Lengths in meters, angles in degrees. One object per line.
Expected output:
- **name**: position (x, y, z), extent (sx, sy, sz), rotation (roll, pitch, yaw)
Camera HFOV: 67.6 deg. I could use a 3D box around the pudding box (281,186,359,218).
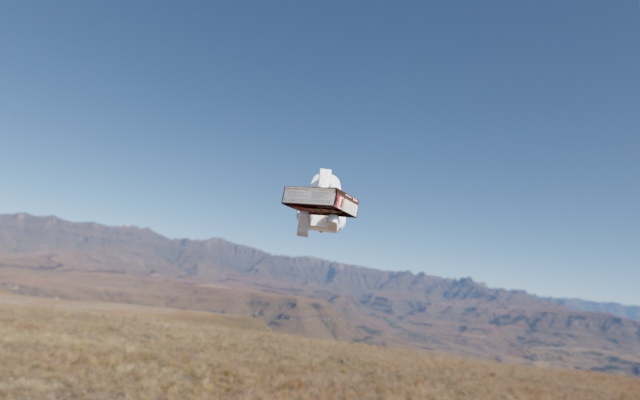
- **pudding box**: position (0.000, 0.003, 0.862), extent (0.113, 0.039, 0.090), rotation (1, -13, 30)
